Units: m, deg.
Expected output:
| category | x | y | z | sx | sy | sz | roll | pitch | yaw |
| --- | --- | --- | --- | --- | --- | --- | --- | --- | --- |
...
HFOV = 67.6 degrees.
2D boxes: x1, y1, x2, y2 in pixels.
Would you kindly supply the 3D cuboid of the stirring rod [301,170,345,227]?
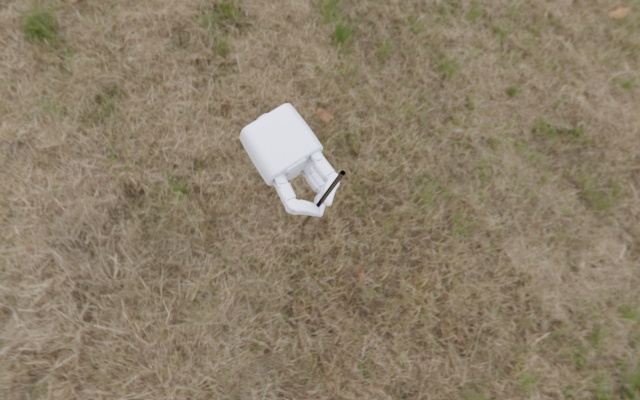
| category | x | y | z | sx | sy | sz | roll | pitch | yaw |
| --- | --- | --- | --- | --- | --- | --- | --- | --- | --- |
| stirring rod | 0.000 | 0.003 | 0.817 | 0.011 | 0.011 | 0.240 | 0 | -21 | -17 |
